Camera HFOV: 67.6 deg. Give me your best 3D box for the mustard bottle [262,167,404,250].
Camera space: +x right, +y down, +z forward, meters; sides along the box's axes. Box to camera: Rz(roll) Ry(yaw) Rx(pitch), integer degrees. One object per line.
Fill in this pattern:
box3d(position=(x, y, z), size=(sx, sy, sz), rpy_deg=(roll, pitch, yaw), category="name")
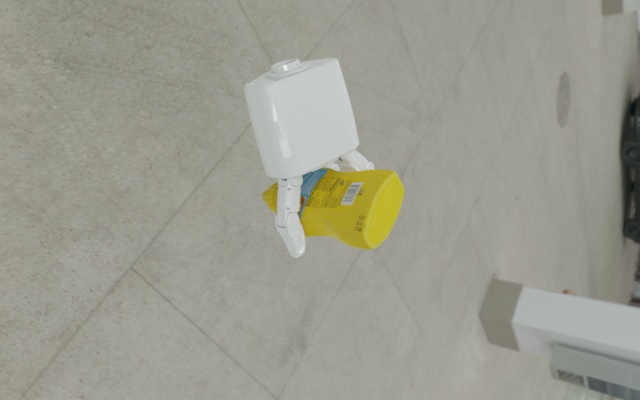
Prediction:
box3d(position=(0.000, 0.002, 0.591), size=(0.191, 0.096, 0.058), rpy_deg=(7, -33, 38), category="mustard bottle")
